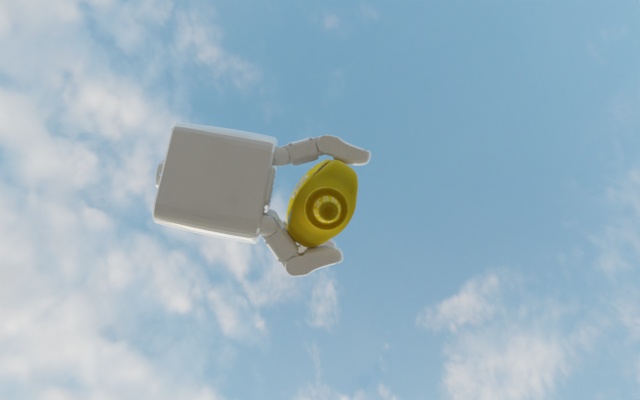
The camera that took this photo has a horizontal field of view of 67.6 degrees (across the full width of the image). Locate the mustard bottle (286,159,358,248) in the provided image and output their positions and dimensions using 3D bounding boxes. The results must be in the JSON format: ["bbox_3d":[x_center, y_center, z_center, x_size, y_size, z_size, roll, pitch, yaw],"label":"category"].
[{"bbox_3d":[0.000,0.002,0.513,0.058,0.096,0.191,35,1,-5],"label":"mustard bottle"}]
